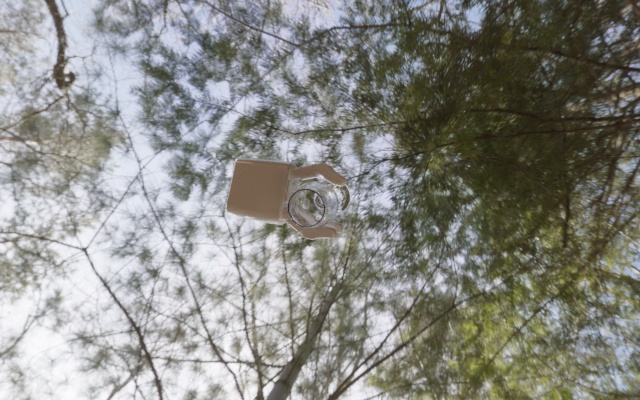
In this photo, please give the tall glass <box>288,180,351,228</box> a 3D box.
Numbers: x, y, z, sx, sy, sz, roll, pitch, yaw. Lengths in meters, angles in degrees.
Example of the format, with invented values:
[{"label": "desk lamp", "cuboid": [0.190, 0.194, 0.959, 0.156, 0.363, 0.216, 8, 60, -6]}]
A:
[{"label": "tall glass", "cuboid": [0.000, 0.003, 0.848, 0.079, 0.079, 0.201, 0, 6, 13]}]
